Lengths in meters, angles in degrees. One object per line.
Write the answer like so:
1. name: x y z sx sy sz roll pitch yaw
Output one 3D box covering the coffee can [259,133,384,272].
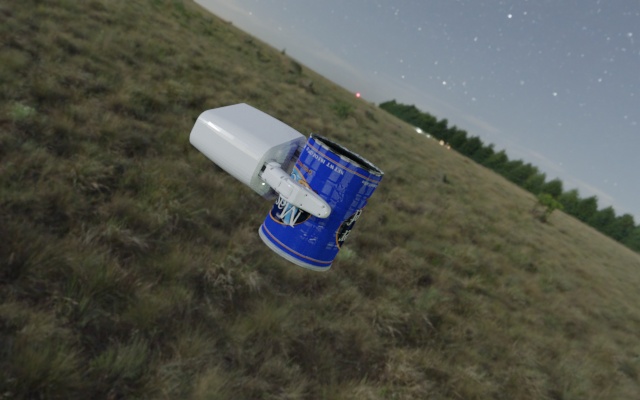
1. coffee can: 0.000 0.002 0.595 0.103 0.140 0.102 28 12 -7
